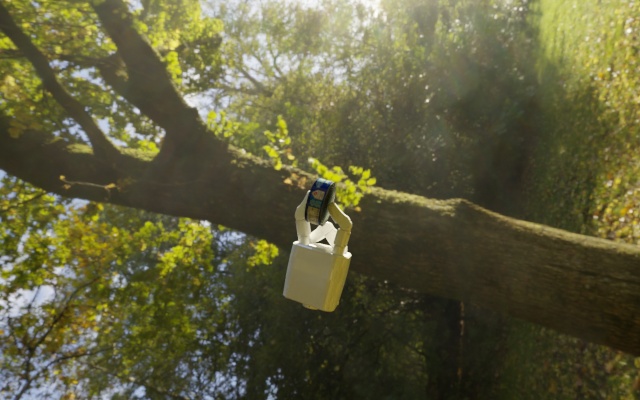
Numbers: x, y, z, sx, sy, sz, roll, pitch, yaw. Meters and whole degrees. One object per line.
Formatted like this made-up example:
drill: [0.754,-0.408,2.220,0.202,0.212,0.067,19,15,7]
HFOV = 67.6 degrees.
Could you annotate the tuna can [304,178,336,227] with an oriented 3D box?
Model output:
tuna can: [0.000,0.003,0.884,0.034,0.086,0.086,16,3,12]
